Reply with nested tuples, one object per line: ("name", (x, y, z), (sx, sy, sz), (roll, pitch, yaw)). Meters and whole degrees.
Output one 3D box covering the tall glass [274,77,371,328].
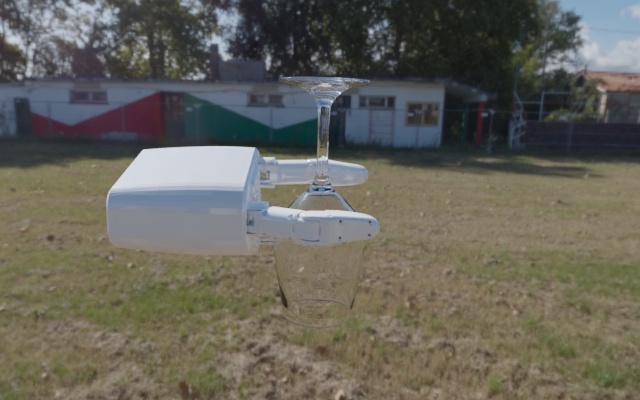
("tall glass", (0.000, 0.001, 0.401), (0.079, 0.201, 0.079), (2, 11, 0))
